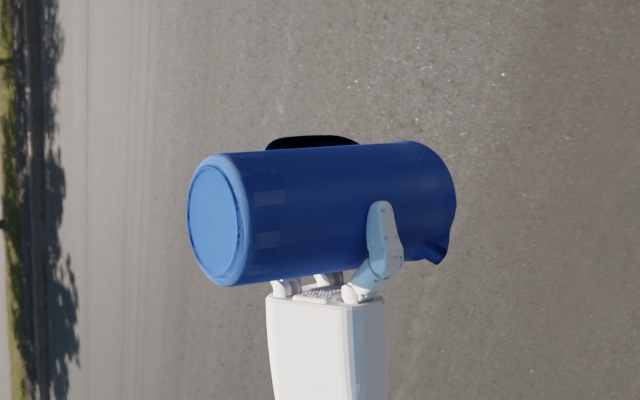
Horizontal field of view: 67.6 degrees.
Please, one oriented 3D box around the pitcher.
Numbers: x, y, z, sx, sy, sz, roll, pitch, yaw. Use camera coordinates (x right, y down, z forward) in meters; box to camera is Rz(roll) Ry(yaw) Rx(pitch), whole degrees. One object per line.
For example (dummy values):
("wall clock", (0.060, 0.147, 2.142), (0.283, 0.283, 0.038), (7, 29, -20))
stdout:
("pitcher", (0.000, 0.002, 0.460), (0.243, 0.145, 0.149), (-5, 3, -40))
